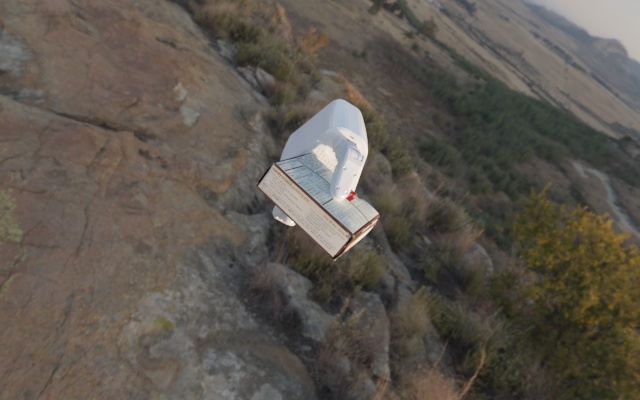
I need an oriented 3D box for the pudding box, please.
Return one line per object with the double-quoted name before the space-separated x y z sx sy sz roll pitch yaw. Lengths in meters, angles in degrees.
"pudding box" 0.000 0.002 0.503 0.113 0.039 0.090 41 25 11
